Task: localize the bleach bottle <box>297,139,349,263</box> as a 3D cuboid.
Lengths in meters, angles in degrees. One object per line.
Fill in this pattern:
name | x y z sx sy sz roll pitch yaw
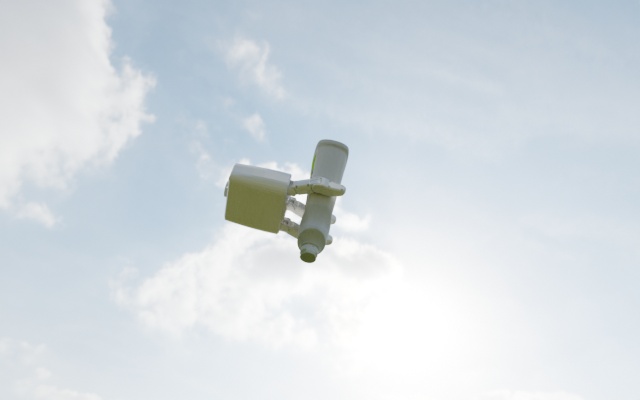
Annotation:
bleach bottle | 0.000 0.003 0.878 0.068 0.250 0.103 13 -44 -1
